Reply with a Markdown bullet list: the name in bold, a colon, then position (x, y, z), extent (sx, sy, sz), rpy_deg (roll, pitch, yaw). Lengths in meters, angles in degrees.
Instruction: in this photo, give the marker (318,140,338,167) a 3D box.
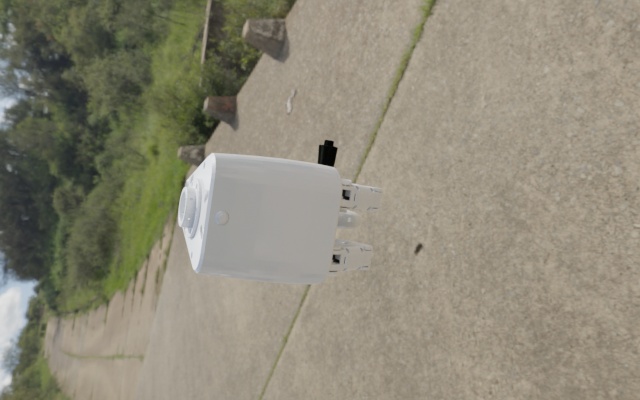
- **marker**: position (0.000, 0.002, 0.465), extent (0.020, 0.121, 0.020), rpy_deg (8, 2, 0)
